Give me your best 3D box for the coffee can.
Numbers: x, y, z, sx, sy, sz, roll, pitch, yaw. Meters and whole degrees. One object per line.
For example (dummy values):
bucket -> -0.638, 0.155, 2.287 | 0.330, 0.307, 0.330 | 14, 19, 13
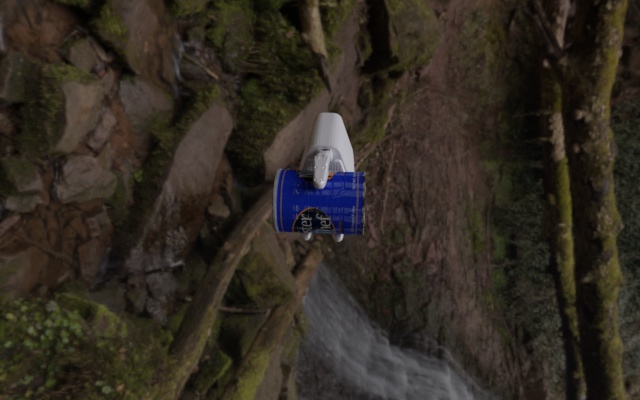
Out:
coffee can -> 0.000, 0.003, 0.764 | 0.140, 0.103, 0.103 | 2, 0, 4
